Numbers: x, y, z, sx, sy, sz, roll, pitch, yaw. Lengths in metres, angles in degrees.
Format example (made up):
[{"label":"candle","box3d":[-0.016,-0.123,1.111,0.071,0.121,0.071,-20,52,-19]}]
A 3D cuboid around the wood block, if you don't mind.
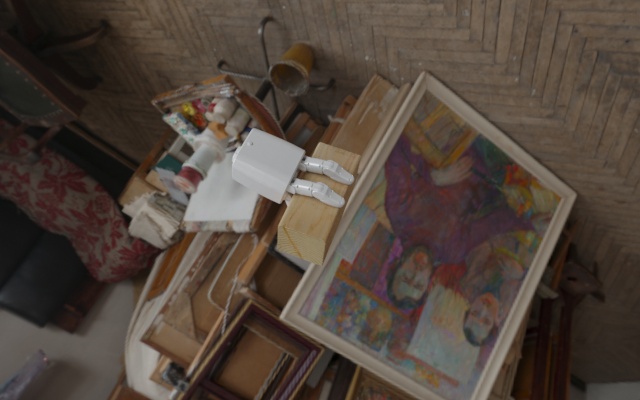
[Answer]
[{"label":"wood block","box3d":[0.000,0.003,0.896,0.090,0.206,0.091,19,-34,7]}]
